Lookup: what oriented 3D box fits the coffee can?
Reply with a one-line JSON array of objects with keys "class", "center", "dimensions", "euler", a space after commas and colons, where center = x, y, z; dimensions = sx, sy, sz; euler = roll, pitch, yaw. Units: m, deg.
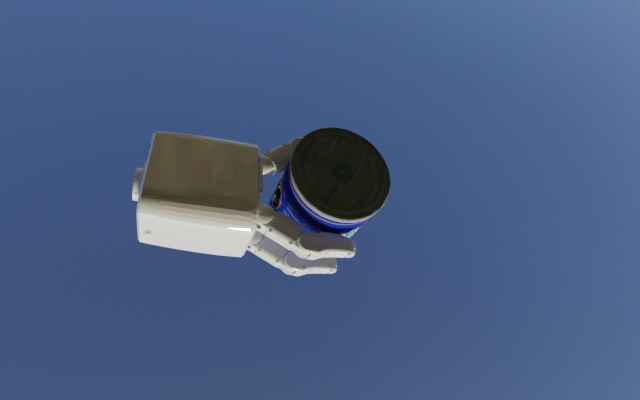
[{"class": "coffee can", "center": [0.000, 0.002, 0.520], "dimensions": [0.103, 0.102, 0.140], "euler": [0, -25, -20]}]
